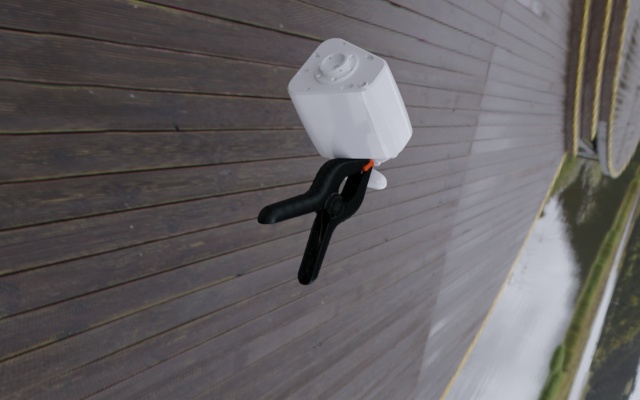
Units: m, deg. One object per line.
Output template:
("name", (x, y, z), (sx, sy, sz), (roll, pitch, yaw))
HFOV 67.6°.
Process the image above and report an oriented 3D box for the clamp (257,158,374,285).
("clamp", (0.001, 0.002, 0.555), (0.039, 0.171, 0.120), (16, -26, 37))
